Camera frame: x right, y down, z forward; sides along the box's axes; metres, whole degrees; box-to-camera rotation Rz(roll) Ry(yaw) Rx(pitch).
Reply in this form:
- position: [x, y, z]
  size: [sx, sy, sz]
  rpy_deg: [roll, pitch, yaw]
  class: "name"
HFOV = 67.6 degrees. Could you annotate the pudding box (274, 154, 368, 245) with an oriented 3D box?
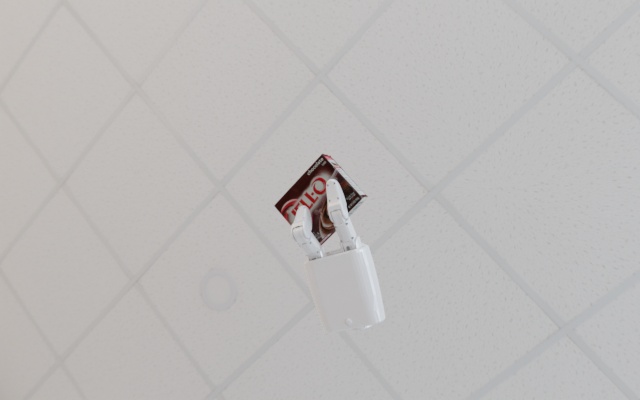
- position: [0.000, 0.002, 0.703]
  size: [0.113, 0.090, 0.039]
  rpy_deg: [-46, -14, 15]
  class: "pudding box"
